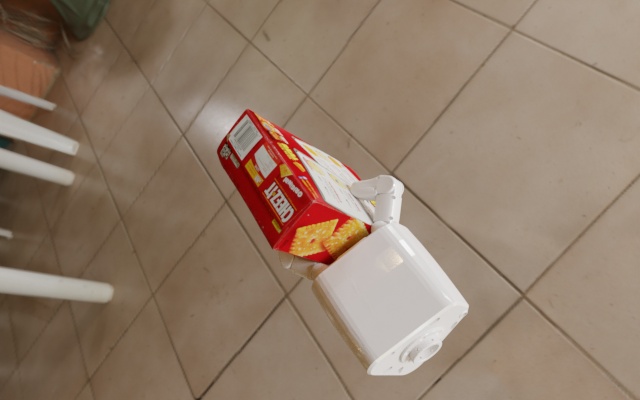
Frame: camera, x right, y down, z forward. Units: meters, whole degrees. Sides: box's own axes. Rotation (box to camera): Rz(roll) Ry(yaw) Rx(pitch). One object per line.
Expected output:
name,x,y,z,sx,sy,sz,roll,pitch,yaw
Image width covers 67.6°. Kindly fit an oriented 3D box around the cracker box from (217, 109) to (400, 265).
cracker box,0.000,0.002,0.556,0.214,0.072,0.164,25,22,-49
